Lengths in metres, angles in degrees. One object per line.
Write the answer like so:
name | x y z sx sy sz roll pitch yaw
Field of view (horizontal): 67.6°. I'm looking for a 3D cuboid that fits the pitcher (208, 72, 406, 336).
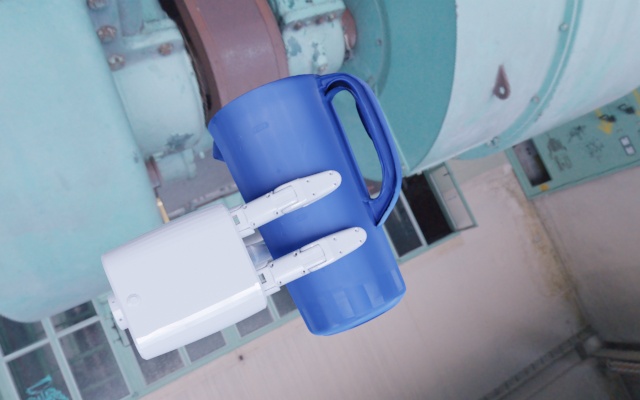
pitcher | 0.000 0.002 0.484 0.145 0.243 0.149 -23 -5 -22
